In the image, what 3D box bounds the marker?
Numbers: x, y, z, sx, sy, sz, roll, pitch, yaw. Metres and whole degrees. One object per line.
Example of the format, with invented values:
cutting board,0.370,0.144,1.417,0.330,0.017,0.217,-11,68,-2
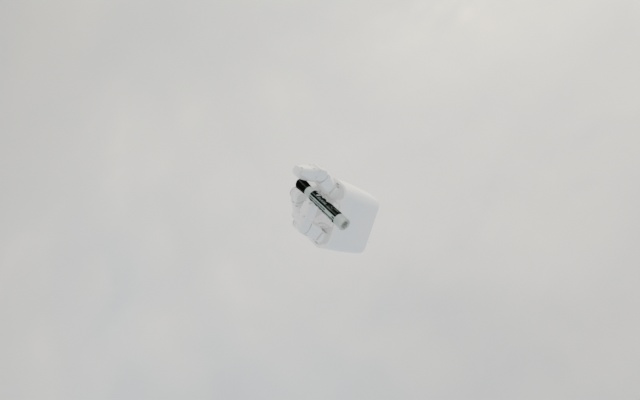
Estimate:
marker,0.000,0.002,0.697,0.020,0.020,0.121,0,31,-41
